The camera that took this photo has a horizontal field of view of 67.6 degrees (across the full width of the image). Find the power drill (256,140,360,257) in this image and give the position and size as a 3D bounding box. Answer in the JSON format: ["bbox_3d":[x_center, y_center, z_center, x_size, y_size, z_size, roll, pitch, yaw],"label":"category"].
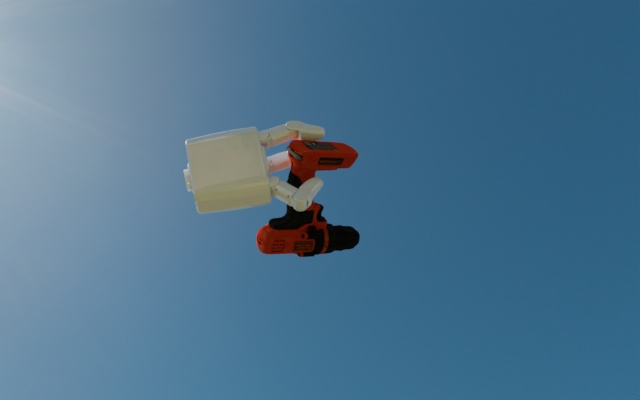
[{"bbox_3d":[0.000,0.002,0.755,0.184,0.188,0.057,0,24,-31],"label":"power drill"}]
